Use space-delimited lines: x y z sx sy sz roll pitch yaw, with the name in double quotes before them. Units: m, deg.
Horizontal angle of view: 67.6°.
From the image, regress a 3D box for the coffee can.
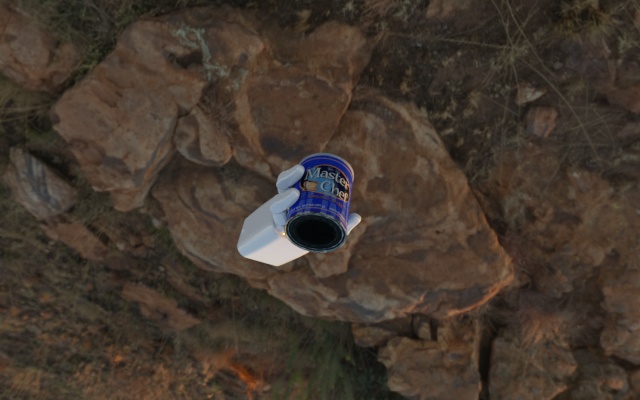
"coffee can" 0.000 0.003 0.814 0.103 0.140 0.103 5 -43 5
